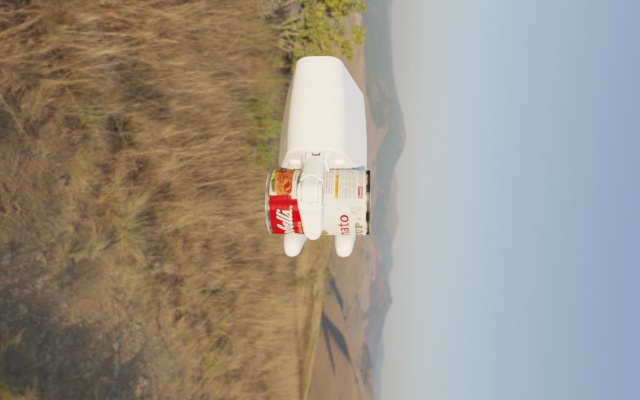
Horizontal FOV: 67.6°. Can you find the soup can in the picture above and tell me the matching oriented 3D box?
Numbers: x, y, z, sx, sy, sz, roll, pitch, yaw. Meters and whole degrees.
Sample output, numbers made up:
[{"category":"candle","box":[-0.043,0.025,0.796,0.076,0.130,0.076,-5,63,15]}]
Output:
[{"category":"soup can","box":[0.000,0.002,0.489,0.102,0.068,0.068,0,0,6]}]
